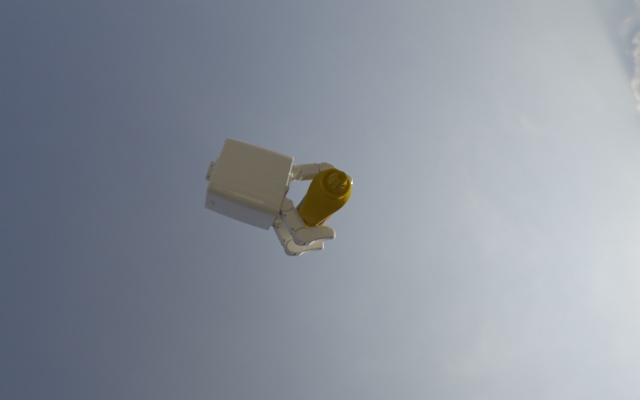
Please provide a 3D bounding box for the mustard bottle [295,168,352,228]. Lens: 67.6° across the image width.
[{"bbox_3d":[0.000,0.003,0.713,0.058,0.096,0.192,40,-27,2],"label":"mustard bottle"}]
